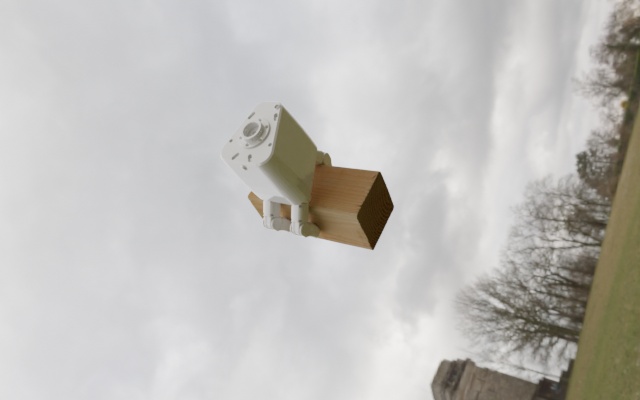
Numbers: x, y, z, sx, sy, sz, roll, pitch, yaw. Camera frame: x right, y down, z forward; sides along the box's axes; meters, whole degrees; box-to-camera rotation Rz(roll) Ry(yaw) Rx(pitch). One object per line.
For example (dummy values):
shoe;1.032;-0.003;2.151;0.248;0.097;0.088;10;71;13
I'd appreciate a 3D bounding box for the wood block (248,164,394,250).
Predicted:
wood block;0.000;0.002;0.770;0.206;0.090;0.090;10;-34;33
